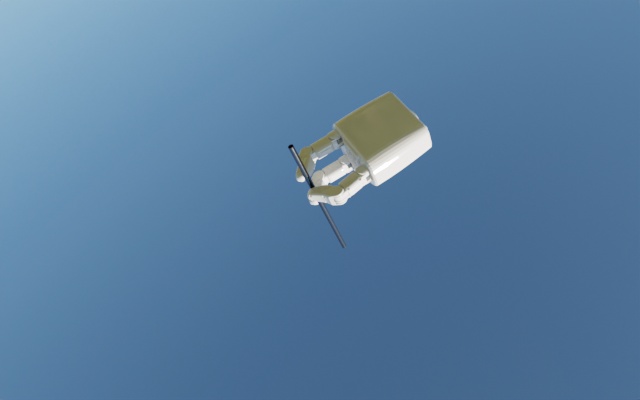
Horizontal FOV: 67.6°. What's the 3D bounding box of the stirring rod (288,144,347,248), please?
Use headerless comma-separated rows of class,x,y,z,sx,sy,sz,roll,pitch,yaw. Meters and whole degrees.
stirring rod,0.000,0.002,0.735,0.011,0.011,0.240,0,-39,26
